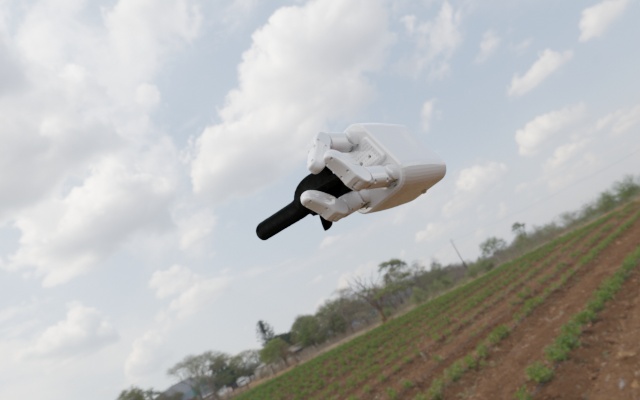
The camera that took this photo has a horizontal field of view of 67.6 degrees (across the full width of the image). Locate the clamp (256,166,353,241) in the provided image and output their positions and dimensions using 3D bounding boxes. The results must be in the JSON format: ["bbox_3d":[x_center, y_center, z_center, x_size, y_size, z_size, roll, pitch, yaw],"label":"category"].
[{"bbox_3d":[0.000,0.001,0.633,0.120,0.039,0.171,-8,-25,-43],"label":"clamp"}]
